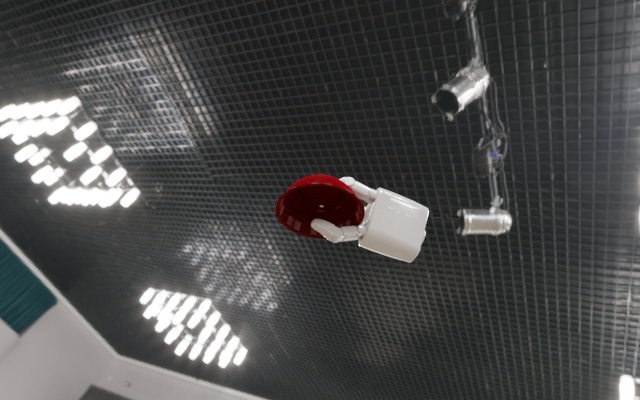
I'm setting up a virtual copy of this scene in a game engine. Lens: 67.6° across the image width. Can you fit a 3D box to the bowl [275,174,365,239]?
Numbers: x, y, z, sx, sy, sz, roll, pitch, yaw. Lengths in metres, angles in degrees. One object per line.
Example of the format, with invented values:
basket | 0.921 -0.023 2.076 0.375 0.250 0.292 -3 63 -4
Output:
bowl | -0.001 0.002 0.873 0.162 0.055 0.162 2 -39 1
